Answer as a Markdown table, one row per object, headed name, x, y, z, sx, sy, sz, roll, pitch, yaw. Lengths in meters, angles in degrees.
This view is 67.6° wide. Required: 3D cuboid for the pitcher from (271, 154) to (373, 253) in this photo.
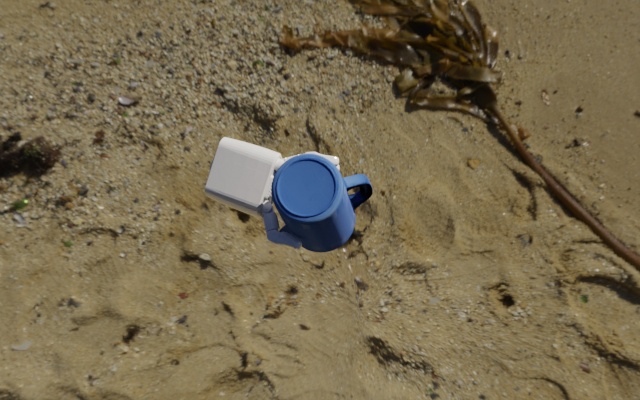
| name | x | y | z | sx | sy | sz | roll | pitch | yaw |
| --- | --- | --- | --- | --- | --- | --- | --- | --- | --- |
| pitcher | 0.000 | 0.003 | 0.806 | 0.145 | 0.149 | 0.243 | 20 | -10 | 9 |
